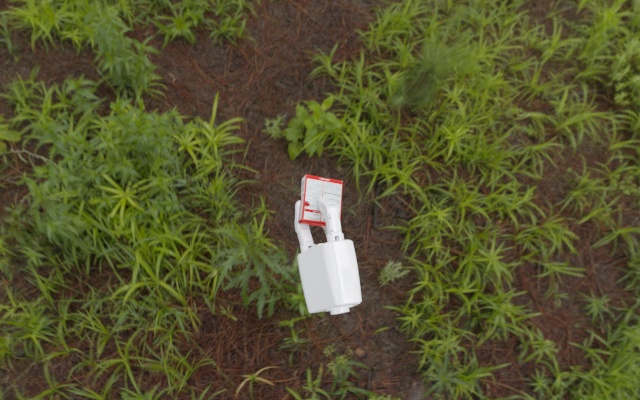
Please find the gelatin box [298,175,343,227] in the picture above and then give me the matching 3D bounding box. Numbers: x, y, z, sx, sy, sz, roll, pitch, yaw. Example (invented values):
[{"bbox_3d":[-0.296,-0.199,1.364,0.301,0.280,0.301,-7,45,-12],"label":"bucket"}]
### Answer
[{"bbox_3d":[0.000,0.002,0.876,0.073,0.089,0.030,9,-16,-16],"label":"gelatin box"}]
